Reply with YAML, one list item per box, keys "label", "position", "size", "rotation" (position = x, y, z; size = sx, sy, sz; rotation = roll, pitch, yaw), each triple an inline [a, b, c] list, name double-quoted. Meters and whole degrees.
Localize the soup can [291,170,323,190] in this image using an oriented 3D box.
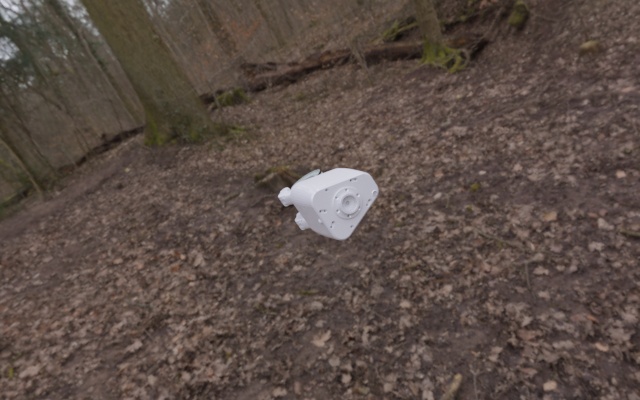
- label: "soup can"
  position: [0.000, 0.003, 0.880]
  size: [0.068, 0.102, 0.068]
  rotation: [-32, 16, 10]
